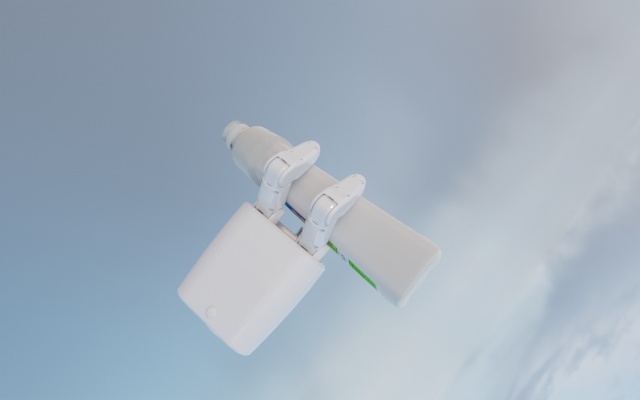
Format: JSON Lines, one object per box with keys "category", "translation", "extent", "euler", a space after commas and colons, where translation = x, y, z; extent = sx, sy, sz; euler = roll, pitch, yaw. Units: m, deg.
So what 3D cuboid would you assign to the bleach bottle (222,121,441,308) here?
{"category": "bleach bottle", "translation": [0.000, 0.002, 0.481], "extent": [0.250, 0.068, 0.102], "euler": [38, -4, 18]}
